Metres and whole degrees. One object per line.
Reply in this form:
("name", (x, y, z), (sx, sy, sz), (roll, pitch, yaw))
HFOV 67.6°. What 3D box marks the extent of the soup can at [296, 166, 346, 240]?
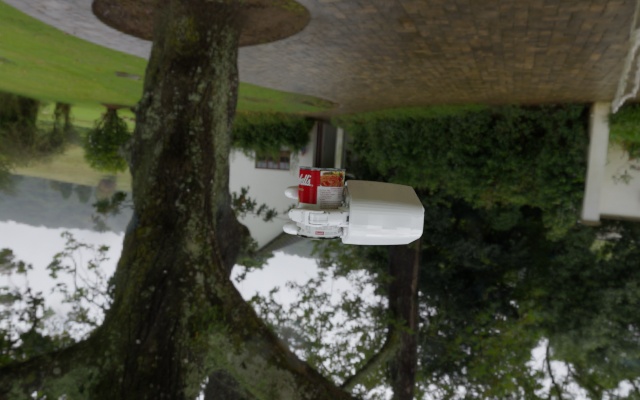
("soup can", (0.000, 0.003, 0.703), (0.068, 0.102, 0.068), (3, 5, 0))
